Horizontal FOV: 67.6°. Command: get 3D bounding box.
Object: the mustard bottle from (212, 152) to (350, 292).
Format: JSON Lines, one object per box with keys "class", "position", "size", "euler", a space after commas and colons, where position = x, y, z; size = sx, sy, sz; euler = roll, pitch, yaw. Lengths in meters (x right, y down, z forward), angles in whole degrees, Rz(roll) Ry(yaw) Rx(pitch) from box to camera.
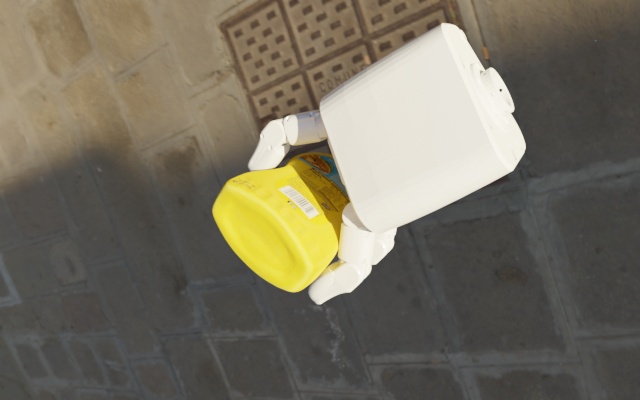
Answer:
{"class": "mustard bottle", "position": [0.000, 0.002, 0.423], "size": [0.096, 0.058, 0.191], "euler": [42, 32, 12]}
